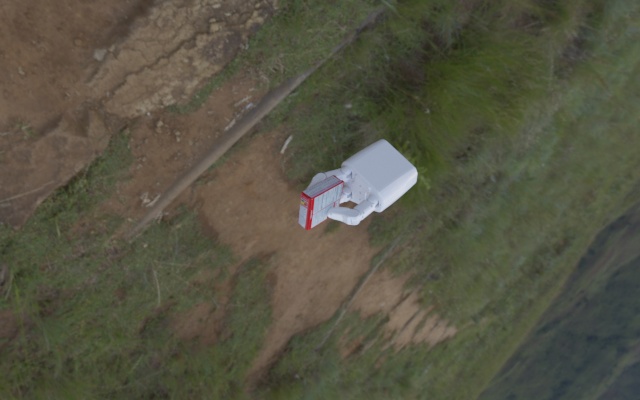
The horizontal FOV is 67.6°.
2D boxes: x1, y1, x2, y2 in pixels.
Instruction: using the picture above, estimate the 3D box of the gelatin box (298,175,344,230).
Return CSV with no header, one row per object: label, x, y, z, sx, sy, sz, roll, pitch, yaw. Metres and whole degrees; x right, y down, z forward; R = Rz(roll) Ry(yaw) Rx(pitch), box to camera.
gelatin box,0.000,0.003,0.866,0.030,0.073,0.089,33,44,29
